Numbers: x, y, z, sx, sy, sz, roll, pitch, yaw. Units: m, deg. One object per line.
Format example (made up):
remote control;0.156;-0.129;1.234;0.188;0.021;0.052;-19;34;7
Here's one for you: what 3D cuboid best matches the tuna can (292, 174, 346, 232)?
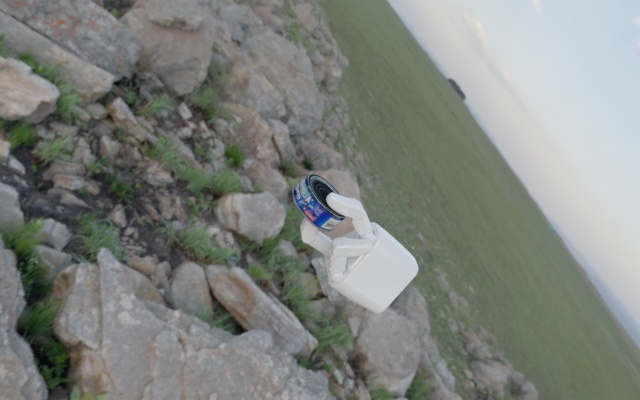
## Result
tuna can;0.000;0.002;0.710;0.034;0.086;0.086;-41;-19;23
